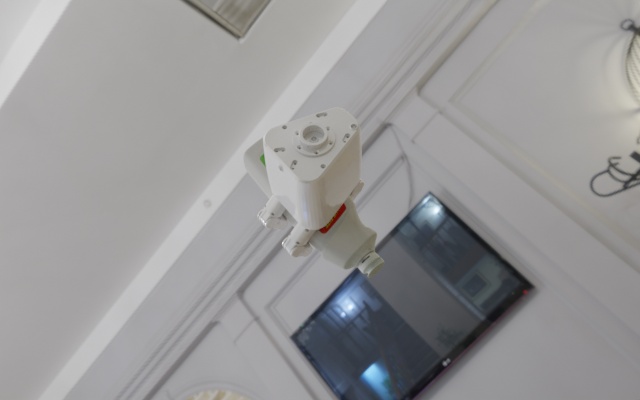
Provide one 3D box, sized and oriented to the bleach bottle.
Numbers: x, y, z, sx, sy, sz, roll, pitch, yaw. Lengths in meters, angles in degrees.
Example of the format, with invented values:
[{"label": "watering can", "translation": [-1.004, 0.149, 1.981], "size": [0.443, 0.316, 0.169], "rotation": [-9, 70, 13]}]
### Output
[{"label": "bleach bottle", "translation": [0.000, 0.002, 0.668], "size": [0.102, 0.250, 0.068], "rotation": [-35, -26, -17]}]
